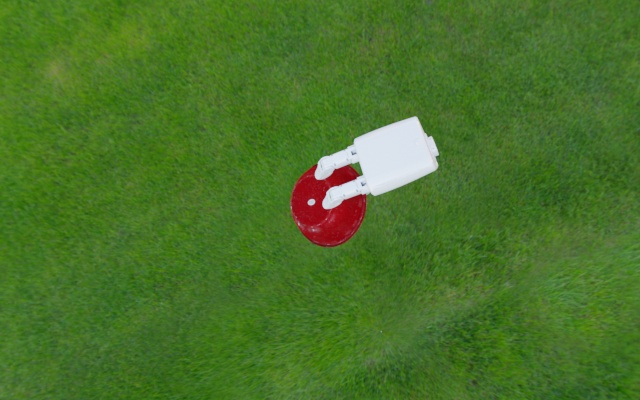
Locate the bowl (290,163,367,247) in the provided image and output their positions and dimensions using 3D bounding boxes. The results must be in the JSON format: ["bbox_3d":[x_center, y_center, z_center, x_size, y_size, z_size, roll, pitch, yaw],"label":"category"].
[{"bbox_3d":[-0.001,0.004,0.855,0.162,0.162,0.055,0,-5,36],"label":"bowl"}]
